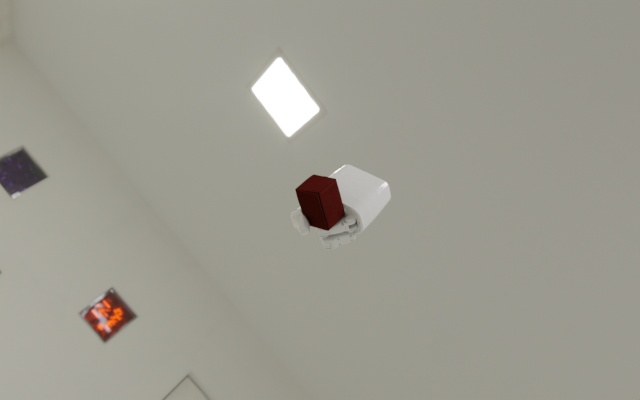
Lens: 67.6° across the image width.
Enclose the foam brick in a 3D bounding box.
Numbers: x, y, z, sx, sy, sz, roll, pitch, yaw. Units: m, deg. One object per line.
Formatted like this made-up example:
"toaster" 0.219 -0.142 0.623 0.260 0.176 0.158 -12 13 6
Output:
"foam brick" 0.000 0.002 0.812 0.053 0.078 0.051 14 42 38
